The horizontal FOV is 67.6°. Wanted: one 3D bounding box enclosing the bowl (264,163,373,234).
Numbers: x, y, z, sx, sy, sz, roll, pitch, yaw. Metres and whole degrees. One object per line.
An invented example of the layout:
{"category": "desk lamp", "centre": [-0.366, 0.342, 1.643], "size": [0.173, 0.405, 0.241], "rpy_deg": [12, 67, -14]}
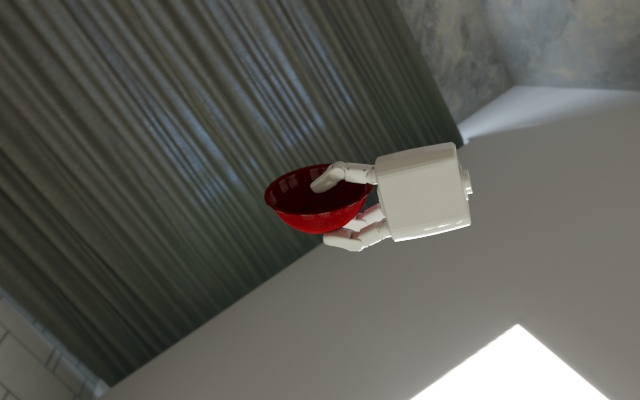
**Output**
{"category": "bowl", "centre": [-0.001, 0.003, 0.712], "size": [0.162, 0.055, 0.162], "rpy_deg": [-7, 28, 4]}
